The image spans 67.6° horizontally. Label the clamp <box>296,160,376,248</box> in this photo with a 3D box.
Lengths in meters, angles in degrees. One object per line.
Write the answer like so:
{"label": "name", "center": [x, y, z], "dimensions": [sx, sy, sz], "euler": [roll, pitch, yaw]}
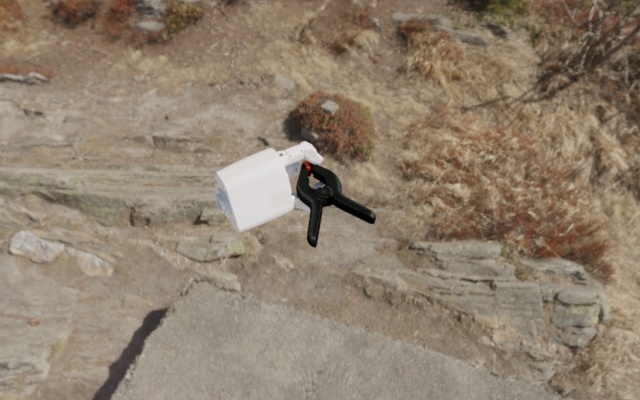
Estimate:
{"label": "clamp", "center": [0.000, 0.002, 0.814], "dimensions": [0.120, 0.039, 0.171], "euler": [-25, 53, -21]}
